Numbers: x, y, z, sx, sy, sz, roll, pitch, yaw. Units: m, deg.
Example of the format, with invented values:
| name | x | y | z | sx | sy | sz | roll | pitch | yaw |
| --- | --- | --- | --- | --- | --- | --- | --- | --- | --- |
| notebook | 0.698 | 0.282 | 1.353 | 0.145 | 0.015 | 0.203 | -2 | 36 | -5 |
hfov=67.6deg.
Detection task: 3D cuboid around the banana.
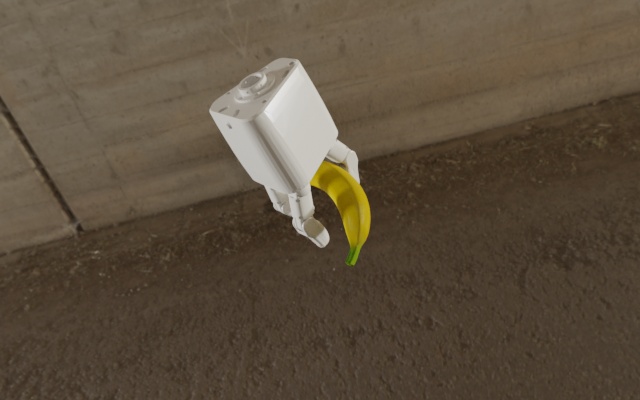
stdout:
| name | x | y | z | sx | sy | sz | roll | pitch | yaw |
| --- | --- | --- | --- | --- | --- | --- | --- | --- | --- |
| banana | 0.015 | -0.008 | 0.604 | 0.037 | 0.069 | 0.197 | 40 | 12 | -42 |
